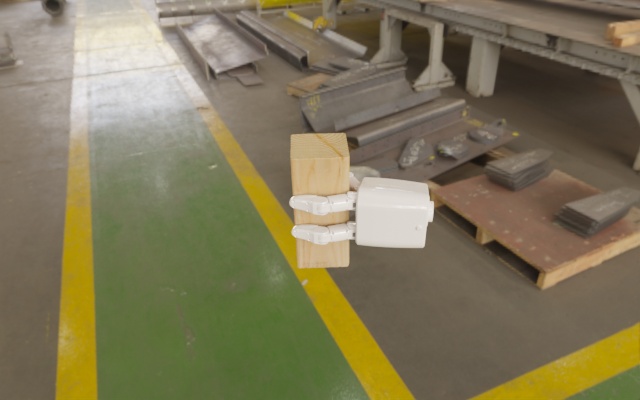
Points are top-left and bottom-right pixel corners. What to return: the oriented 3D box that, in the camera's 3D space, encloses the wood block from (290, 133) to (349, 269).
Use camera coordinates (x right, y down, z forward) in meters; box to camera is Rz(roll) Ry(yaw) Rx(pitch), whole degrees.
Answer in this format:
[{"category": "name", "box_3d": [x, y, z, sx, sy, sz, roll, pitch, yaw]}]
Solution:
[{"category": "wood block", "box_3d": [0.001, 0.002, 0.786, 0.090, 0.206, 0.090, -2, 31, -1]}]
